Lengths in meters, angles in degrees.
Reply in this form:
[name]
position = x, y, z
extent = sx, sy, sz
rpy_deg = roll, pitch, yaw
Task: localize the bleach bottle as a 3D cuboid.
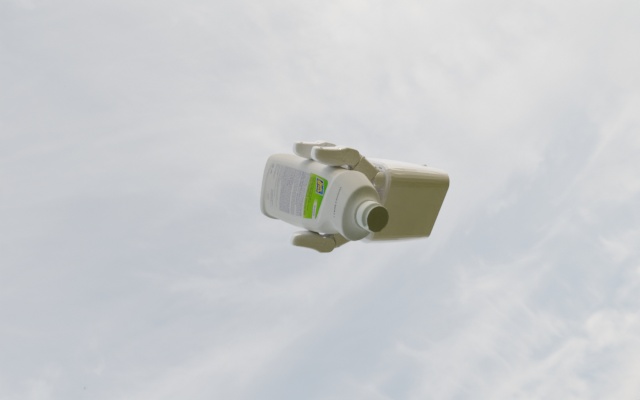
[bleach bottle]
position = 0.000, 0.002, 0.605
extent = 0.068, 0.102, 0.250
rpy_deg = 1, 11, -29
